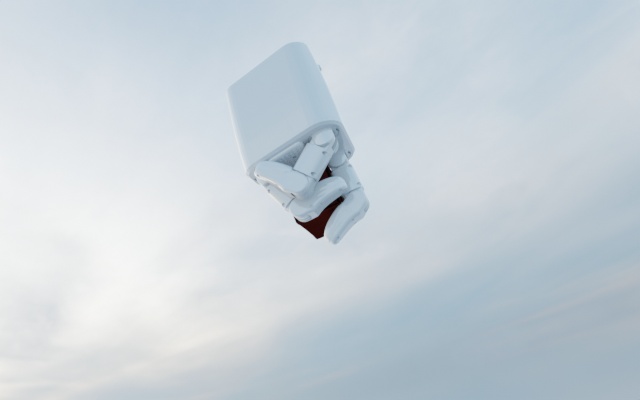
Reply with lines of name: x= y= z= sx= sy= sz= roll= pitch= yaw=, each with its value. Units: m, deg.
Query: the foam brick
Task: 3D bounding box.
foam brick: x=0.000 y=0.002 z=0.520 sx=0.053 sy=0.051 sz=0.078 roll=-24 pitch=-23 yaw=7
